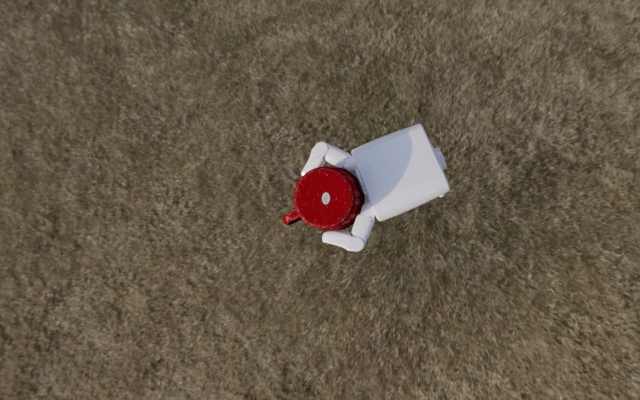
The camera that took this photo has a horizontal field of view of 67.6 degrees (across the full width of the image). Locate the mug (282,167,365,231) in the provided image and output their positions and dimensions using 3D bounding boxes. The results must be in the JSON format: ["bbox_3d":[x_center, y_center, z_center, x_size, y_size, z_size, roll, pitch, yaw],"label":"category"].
[{"bbox_3d":[-0.001,0.003,0.653,0.117,0.093,0.081,-25,-5,9],"label":"mug"}]
